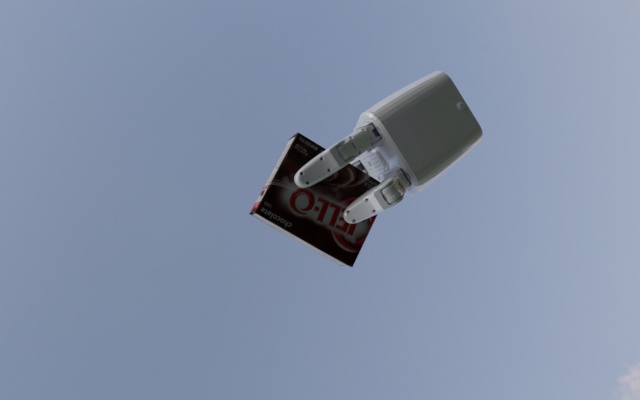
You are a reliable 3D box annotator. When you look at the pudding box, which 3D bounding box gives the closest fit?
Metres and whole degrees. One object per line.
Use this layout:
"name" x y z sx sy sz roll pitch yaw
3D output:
"pudding box" 0.000 0.002 0.473 0.113 0.090 0.039 30 -14 -12
